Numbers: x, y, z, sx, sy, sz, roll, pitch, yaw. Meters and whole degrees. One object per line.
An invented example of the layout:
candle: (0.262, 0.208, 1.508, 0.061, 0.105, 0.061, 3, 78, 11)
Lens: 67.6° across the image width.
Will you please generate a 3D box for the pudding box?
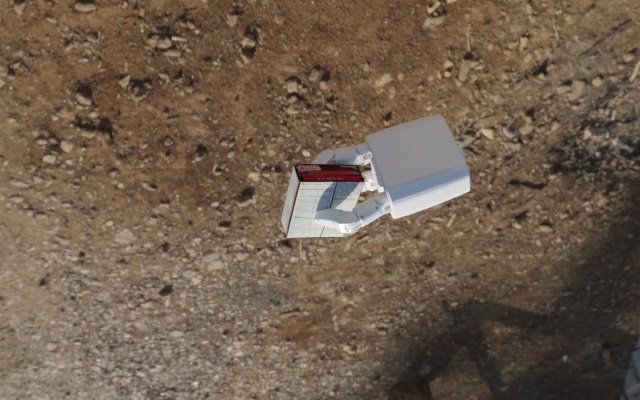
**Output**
pudding box: (0.000, 0.002, 0.640, 0.090, 0.114, 0.039, 0, 43, -18)
